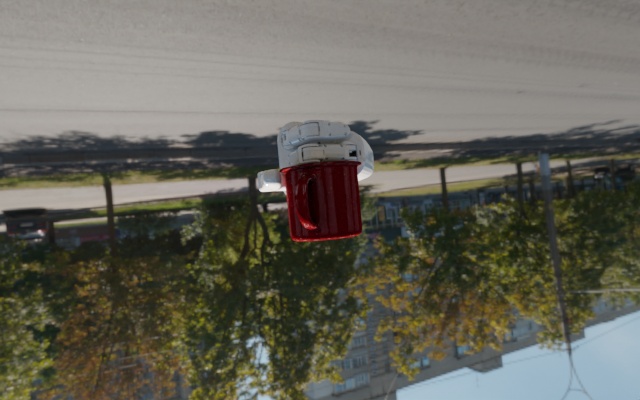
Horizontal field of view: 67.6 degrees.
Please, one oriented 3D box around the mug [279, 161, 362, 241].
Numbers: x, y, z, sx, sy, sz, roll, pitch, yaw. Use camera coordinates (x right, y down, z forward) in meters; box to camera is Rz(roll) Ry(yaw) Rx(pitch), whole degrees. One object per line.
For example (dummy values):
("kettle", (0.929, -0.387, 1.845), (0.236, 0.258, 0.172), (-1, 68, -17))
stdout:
("mug", (0.000, 0.002, 0.525), (0.093, 0.081, 0.117), (-6, -1, 17))
